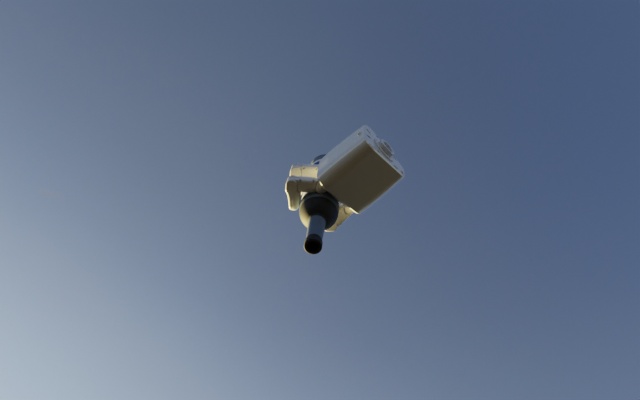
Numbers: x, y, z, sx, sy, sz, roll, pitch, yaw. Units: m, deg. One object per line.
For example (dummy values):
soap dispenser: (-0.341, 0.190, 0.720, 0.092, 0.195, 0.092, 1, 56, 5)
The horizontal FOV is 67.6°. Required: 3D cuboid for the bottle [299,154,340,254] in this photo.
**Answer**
bottle: (0.000, 0.003, 0.835, 0.069, 0.069, 0.295, 0, 27, 5)
